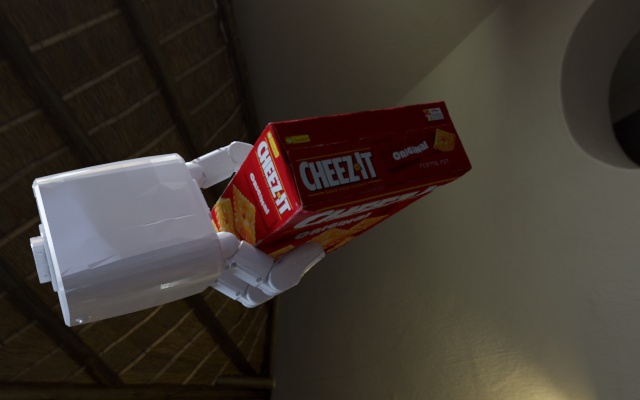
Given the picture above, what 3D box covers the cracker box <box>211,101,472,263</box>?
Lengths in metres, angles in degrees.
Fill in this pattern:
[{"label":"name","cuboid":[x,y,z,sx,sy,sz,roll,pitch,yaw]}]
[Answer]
[{"label":"cracker box","cuboid":[0.000,0.001,0.429,0.164,0.072,0.214,-14,-14,-31]}]
